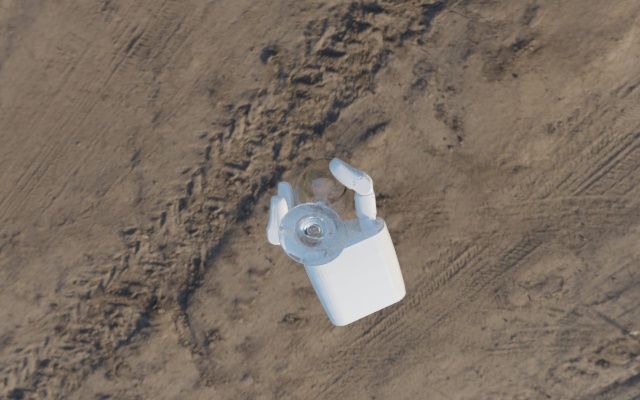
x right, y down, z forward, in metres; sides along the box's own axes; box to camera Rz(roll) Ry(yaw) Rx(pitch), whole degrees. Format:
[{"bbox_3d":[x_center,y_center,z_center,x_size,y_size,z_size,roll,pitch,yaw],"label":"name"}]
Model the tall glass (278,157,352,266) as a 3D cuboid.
[{"bbox_3d":[0.000,0.002,0.600,0.079,0.079,0.201,0,21,5],"label":"tall glass"}]
